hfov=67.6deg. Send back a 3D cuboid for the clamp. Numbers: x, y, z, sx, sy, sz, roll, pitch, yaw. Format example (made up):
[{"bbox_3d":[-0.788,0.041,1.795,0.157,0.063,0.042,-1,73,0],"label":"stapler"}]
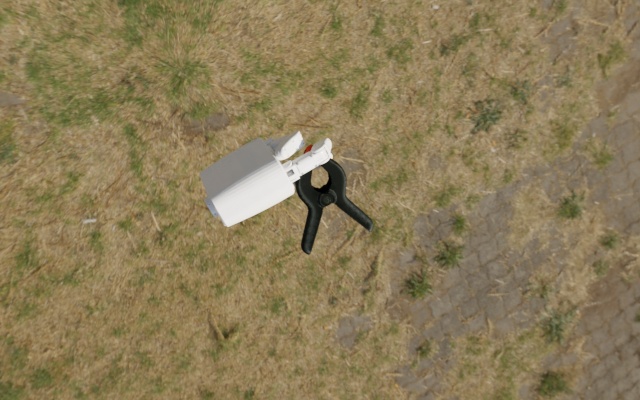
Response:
[{"bbox_3d":[0.000,0.002,0.734,0.120,0.171,0.039,-30,21,-8],"label":"clamp"}]
